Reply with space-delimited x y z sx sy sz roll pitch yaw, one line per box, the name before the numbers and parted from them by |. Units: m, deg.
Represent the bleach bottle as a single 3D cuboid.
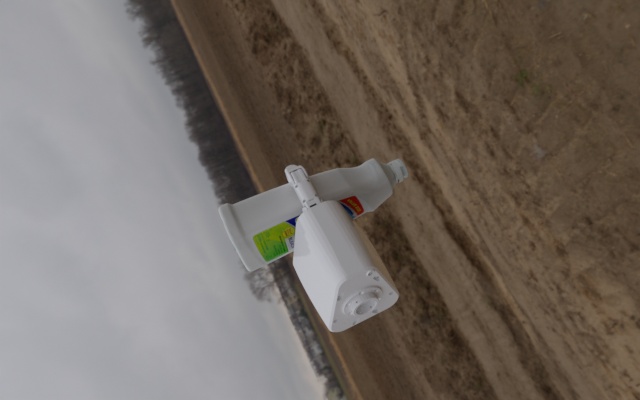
bleach bottle | 0.000 0.002 0.638 0.251 0.068 0.103 -25 -38 -8
